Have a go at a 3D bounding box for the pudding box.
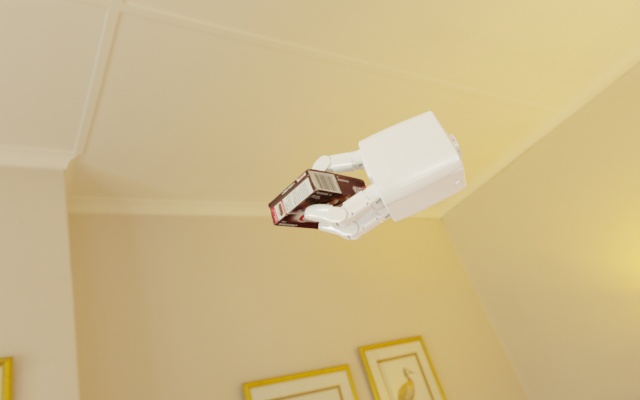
[{"bbox_3d":[0.000,0.002,0.650,0.113,0.039,0.090,11,-40,-44],"label":"pudding box"}]
